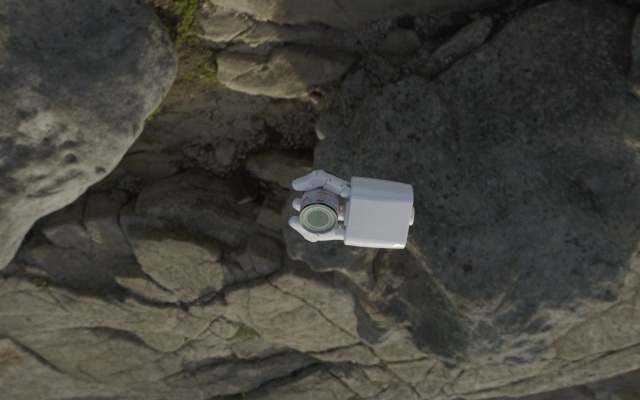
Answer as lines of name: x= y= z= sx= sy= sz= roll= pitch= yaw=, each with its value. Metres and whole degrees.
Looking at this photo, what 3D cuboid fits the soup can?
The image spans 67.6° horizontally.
soup can: x=0.000 y=0.003 z=0.827 sx=0.068 sy=0.069 sz=0.102 roll=0 pitch=36 yaw=5
